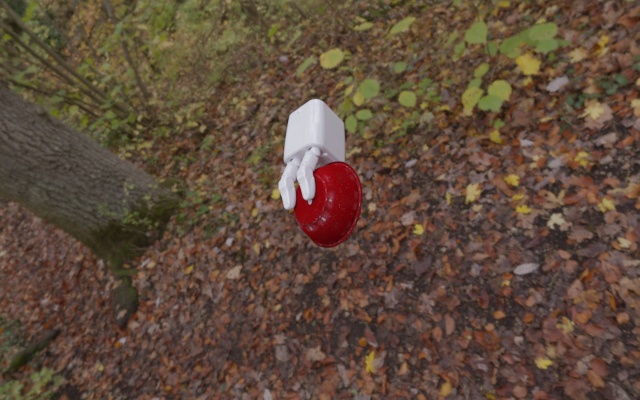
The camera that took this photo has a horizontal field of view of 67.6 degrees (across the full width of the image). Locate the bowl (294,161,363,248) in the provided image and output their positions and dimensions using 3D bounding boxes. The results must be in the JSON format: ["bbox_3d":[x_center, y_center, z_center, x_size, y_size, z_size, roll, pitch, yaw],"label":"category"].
[{"bbox_3d":[0.000,0.004,0.857,0.055,0.162,0.162,12,-8,-40],"label":"bowl"}]
